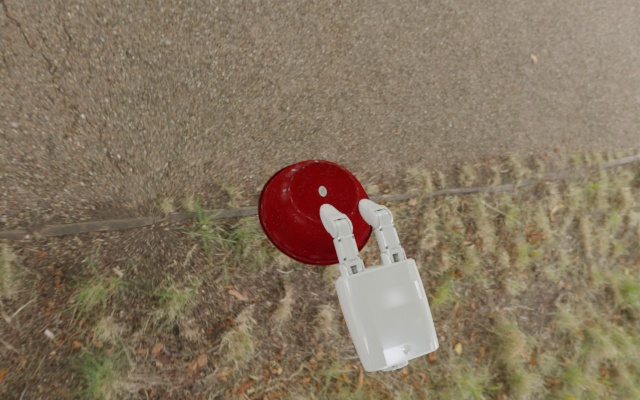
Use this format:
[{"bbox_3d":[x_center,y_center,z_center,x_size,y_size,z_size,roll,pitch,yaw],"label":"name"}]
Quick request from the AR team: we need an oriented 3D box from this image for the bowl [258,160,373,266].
[{"bbox_3d":[-0.001,0.001,0.632,0.162,0.162,0.055,0,-30,-13],"label":"bowl"}]
